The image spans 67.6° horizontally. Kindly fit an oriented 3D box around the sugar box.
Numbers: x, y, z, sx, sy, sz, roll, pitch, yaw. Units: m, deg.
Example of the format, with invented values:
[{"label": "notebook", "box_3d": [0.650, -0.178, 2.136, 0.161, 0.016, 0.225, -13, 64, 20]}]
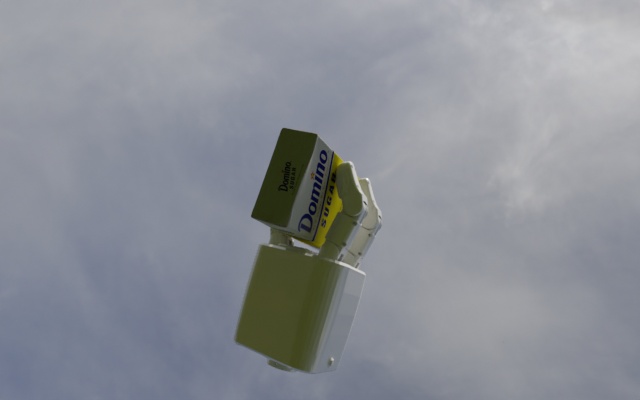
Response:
[{"label": "sugar box", "box_3d": [0.001, 0.002, 0.507, 0.048, 0.093, 0.176, 14, -10, 24]}]
